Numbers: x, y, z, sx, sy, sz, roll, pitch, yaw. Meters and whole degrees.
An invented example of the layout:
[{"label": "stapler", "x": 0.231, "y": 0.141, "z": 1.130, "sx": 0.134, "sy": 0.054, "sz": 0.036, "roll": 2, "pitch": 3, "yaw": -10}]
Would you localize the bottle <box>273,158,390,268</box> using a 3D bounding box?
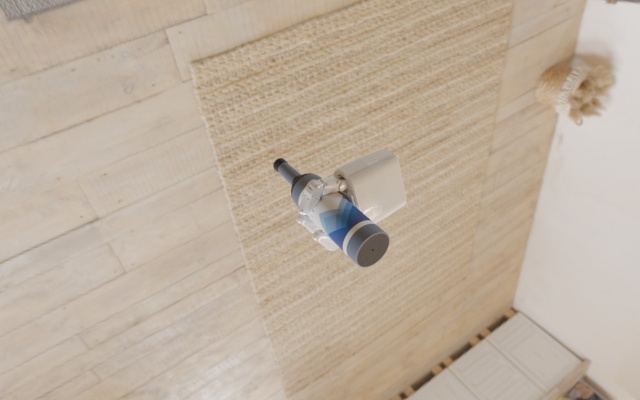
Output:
[{"label": "bottle", "x": 0.000, "y": 0.003, "z": 0.827, "sx": 0.069, "sy": 0.069, "sz": 0.295, "roll": 0, "pitch": 30, "yaw": -39}]
